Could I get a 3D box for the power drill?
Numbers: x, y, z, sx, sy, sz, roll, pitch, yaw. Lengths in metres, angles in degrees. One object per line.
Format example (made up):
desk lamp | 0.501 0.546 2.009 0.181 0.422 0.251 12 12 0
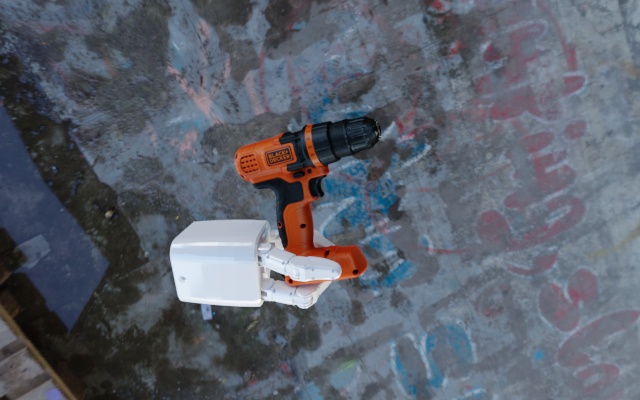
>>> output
power drill | 0.000 0.002 0.581 0.184 0.187 0.057 -12 7 21
